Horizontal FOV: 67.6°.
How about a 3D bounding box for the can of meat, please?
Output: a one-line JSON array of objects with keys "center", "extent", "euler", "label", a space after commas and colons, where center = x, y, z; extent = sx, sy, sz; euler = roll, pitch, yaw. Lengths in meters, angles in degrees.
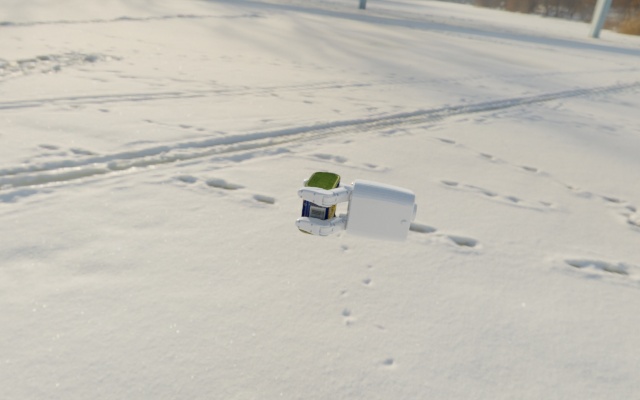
[{"center": [0.000, 0.002, 0.849], "extent": [0.057, 0.084, 0.102], "euler": [11, 24, 8], "label": "can of meat"}]
